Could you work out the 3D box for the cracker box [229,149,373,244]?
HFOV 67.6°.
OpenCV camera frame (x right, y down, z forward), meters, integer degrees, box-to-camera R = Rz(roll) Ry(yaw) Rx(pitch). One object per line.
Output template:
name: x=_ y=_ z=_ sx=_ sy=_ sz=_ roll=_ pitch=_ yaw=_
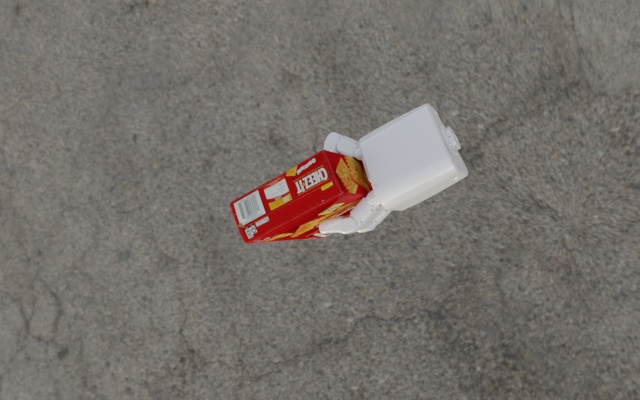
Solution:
cracker box: x=0.000 y=0.002 z=0.703 sx=0.164 sy=0.072 sz=0.214 roll=-28 pitch=-15 yaw=24
